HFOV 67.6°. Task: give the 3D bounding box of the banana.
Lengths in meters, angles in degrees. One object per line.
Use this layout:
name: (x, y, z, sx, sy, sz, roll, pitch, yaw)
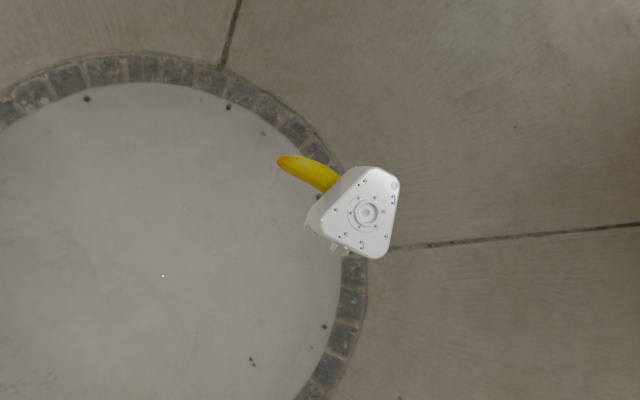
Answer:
banana: (0.017, -0.006, 0.743, 0.069, 0.198, 0.037, -38, 8, 9)
